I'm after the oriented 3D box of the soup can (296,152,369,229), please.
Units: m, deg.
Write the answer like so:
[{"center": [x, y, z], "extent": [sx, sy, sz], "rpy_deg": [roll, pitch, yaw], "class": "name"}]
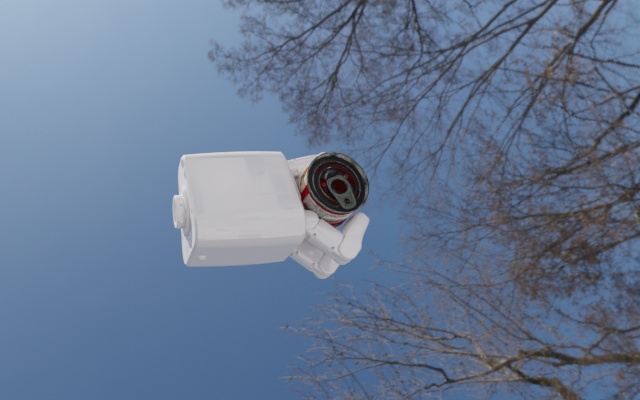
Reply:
[{"center": [0.000, 0.002, 0.518], "extent": [0.068, 0.068, 0.102], "rpy_deg": [0, -24, -23], "class": "soup can"}]
